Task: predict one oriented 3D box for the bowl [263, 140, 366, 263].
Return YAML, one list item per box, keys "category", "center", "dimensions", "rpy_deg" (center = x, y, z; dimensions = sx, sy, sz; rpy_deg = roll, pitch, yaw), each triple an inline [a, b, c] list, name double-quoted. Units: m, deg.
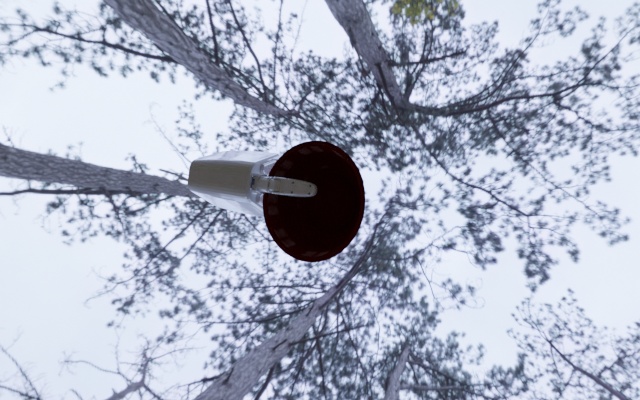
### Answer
- category: "bowl"
  center: [0.001, 0.003, 0.652]
  dimensions: [0.162, 0.162, 0.055]
  rpy_deg: [0, -3, 32]
